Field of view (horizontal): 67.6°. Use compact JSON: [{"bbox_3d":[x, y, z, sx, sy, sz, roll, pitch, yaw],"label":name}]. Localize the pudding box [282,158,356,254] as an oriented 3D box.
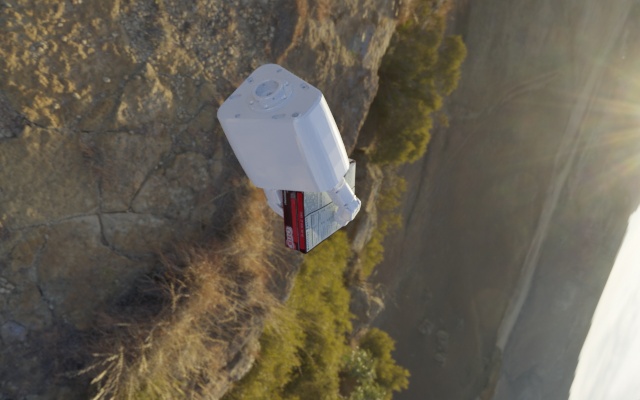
[{"bbox_3d":[0.000,0.002,0.601,0.039,0.090,0.113,20,34,34],"label":"pudding box"}]
